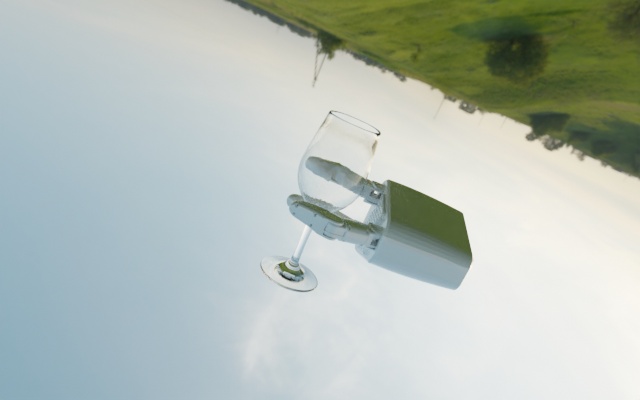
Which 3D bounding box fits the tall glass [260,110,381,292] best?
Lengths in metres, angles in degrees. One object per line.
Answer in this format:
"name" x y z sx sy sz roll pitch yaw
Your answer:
"tall glass" 0.000 0.002 0.547 0.079 0.201 0.079 21 18 -7
